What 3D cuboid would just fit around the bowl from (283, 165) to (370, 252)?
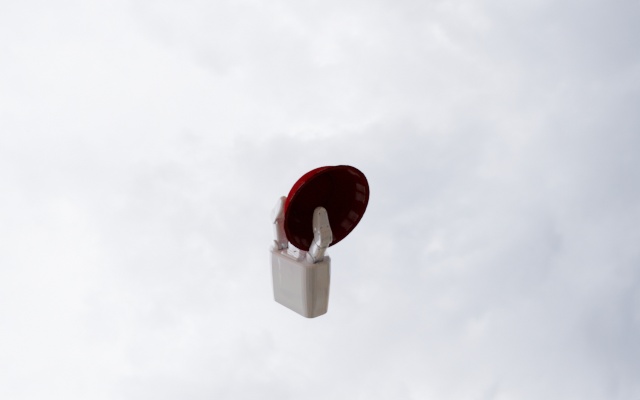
[{"bbox_3d":[0.000,0.001,0.778,0.162,0.162,0.055,0,31,-37],"label":"bowl"}]
